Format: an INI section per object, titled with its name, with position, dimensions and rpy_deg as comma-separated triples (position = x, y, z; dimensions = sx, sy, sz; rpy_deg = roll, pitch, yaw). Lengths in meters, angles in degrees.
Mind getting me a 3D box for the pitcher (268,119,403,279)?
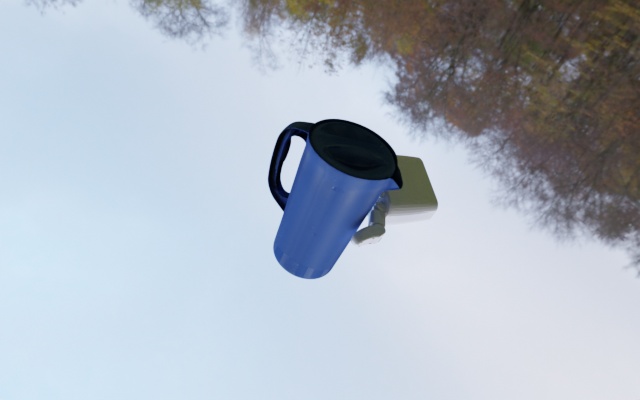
[pitcher]
position = 0.000, 0.002, 0.726
dimensions = 0.145, 0.243, 0.149
rpy_deg = -2, 46, -30
